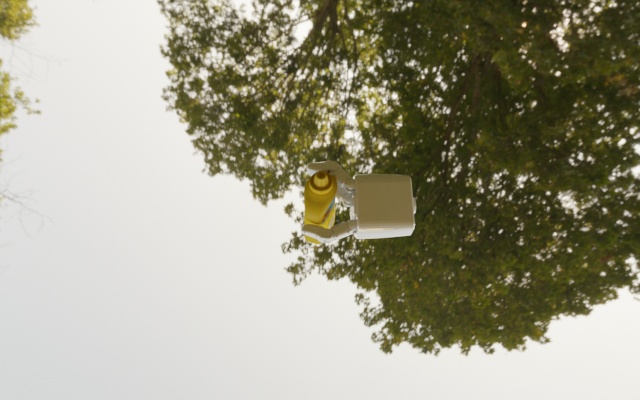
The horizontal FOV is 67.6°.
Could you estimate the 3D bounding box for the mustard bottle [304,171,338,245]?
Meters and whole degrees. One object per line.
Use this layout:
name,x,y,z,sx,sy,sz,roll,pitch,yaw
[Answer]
mustard bottle,0.000,0.003,0.891,0.058,0.096,0.192,19,-27,8
